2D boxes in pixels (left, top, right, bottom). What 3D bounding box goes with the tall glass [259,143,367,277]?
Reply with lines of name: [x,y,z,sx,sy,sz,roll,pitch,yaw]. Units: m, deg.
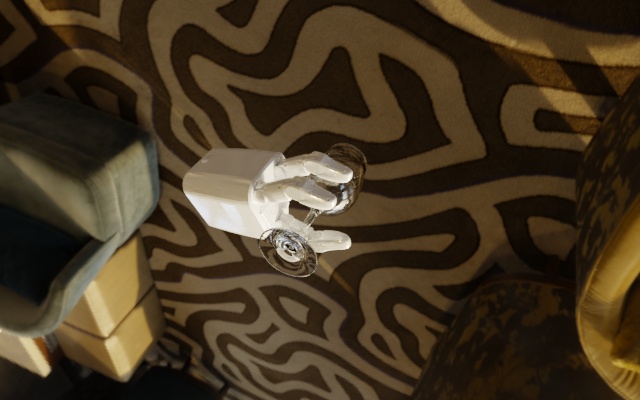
tall glass: [0.000,0.002,0.617,0.079,0.079,0.201,0,36,29]
